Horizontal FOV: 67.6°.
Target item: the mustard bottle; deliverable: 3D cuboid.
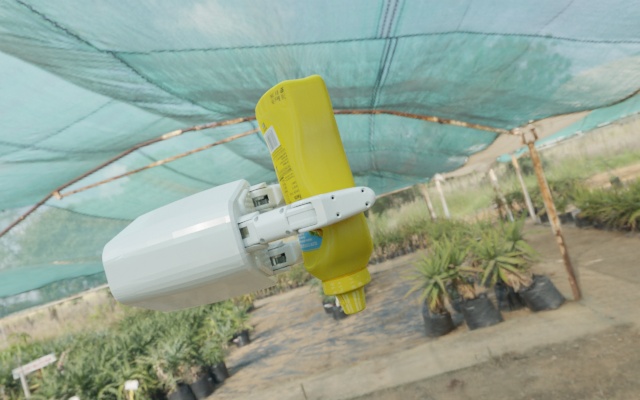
[{"bbox_3d":[0.000,0.001,0.401,0.058,0.191,0.096,-16,-2,-21],"label":"mustard bottle"}]
